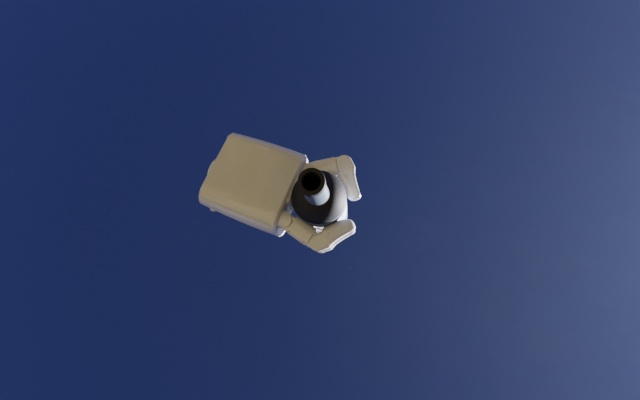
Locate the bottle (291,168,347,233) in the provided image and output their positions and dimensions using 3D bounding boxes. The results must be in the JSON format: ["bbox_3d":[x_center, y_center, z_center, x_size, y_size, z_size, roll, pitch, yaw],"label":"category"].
[{"bbox_3d":[0.000,0.002,0.608,0.069,0.069,0.296,0,-8,4],"label":"bottle"}]
